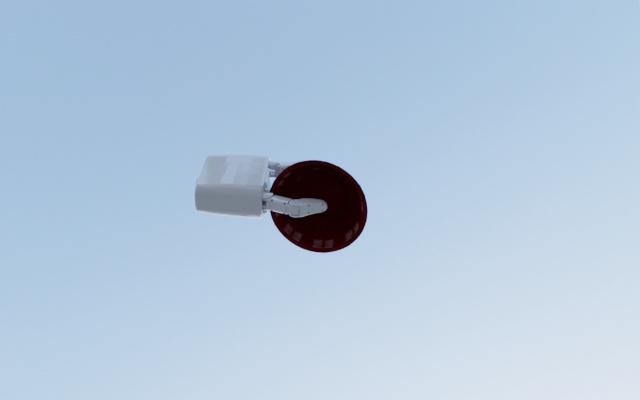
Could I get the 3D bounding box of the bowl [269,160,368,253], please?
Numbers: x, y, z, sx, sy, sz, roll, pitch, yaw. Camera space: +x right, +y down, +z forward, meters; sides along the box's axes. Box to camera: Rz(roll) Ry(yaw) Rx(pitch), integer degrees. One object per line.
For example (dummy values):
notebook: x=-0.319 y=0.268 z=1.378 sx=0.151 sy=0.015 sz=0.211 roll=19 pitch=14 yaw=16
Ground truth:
bowl: x=0.001 y=0.003 z=0.778 sx=0.162 sy=0.162 sz=0.055 roll=0 pitch=24 yaw=14
